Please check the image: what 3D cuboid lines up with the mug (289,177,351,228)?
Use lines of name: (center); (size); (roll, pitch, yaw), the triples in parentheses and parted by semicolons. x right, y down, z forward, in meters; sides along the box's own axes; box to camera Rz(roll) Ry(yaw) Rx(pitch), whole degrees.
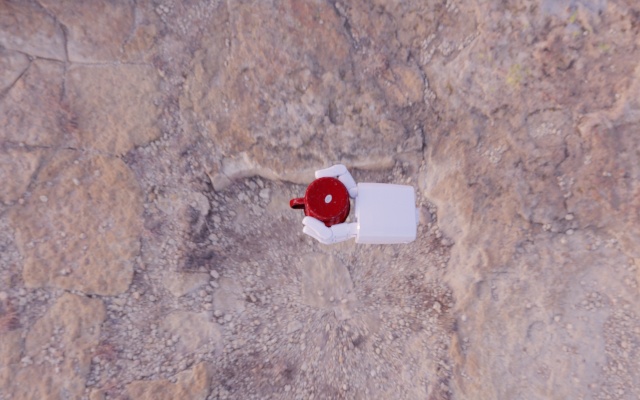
mug: (-0.001, 0.003, 0.895); (0.117, 0.093, 0.081); (0, -12, 0)
